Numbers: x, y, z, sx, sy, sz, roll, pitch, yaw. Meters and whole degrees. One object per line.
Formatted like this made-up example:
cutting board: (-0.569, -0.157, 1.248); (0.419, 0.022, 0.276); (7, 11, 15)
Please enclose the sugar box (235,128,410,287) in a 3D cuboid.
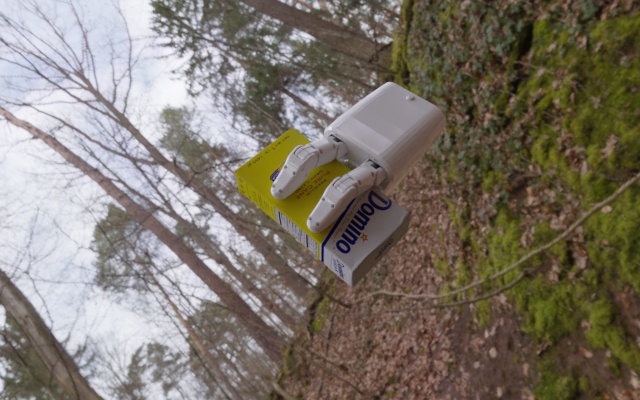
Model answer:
sugar box: (0.000, 0.001, 0.517); (0.176, 0.093, 0.048); (36, -26, 25)
